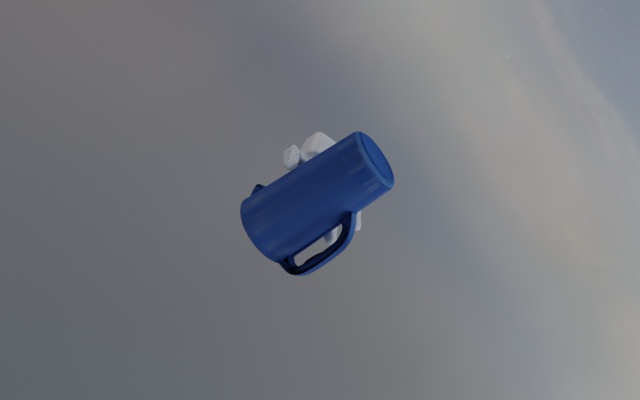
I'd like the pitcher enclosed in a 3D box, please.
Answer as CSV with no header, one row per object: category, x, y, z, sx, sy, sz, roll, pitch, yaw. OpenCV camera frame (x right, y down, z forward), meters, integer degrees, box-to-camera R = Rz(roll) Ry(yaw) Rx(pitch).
pitcher,0.000,0.002,0.788,0.243,0.149,0.145,-33,20,22
